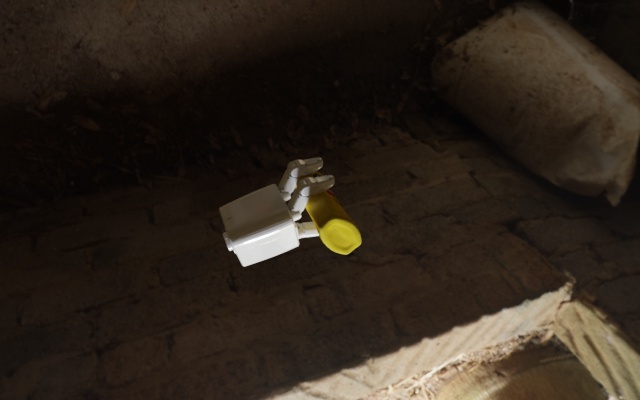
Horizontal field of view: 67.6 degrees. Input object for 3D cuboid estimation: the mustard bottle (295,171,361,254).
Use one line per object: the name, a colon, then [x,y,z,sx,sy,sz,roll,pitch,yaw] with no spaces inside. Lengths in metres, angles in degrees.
mustard bottle: [0.001,0.003,0.821,0.096,0.058,0.191,44,10,-42]
